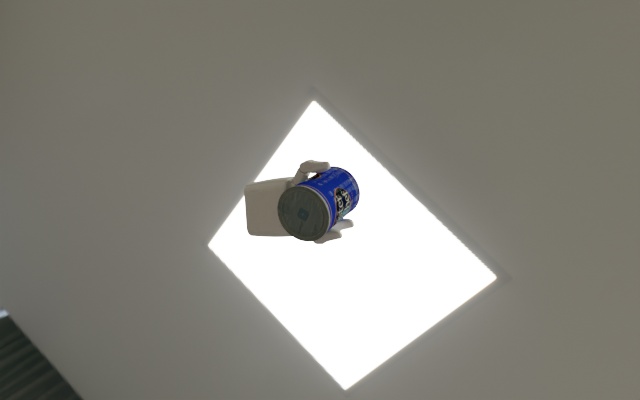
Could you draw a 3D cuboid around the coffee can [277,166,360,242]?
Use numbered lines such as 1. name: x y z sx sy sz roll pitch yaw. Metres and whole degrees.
1. coffee can: 0.000 0.003 0.883 0.103 0.103 0.140 0 18 29
